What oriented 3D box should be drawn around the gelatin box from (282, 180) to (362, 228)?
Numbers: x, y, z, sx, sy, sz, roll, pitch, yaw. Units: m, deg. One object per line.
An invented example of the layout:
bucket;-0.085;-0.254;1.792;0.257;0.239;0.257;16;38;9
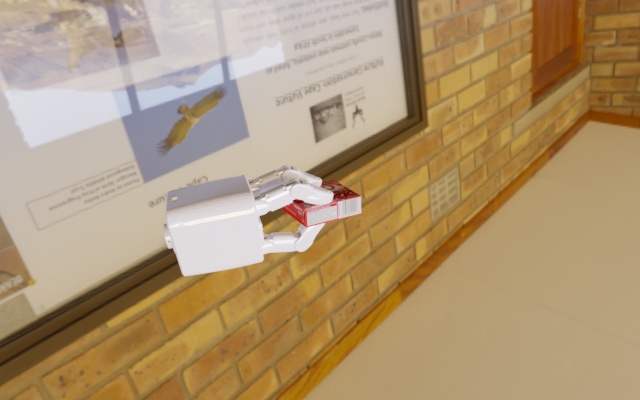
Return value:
gelatin box;0.000;0.002;0.652;0.089;0.030;0.073;-13;25;-26
